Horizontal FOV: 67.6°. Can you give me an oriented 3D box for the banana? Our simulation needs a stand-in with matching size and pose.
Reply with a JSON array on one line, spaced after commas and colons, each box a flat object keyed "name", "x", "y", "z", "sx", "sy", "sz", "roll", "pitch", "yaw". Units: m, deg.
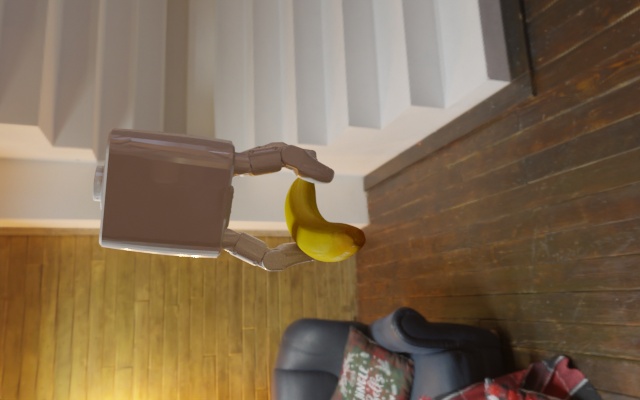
[{"name": "banana", "x": -0.006, "y": 0.017, "z": 0.473, "sx": 0.037, "sy": 0.070, "sz": 0.197, "roll": 10, "pitch": 21, "yaw": -20}]
